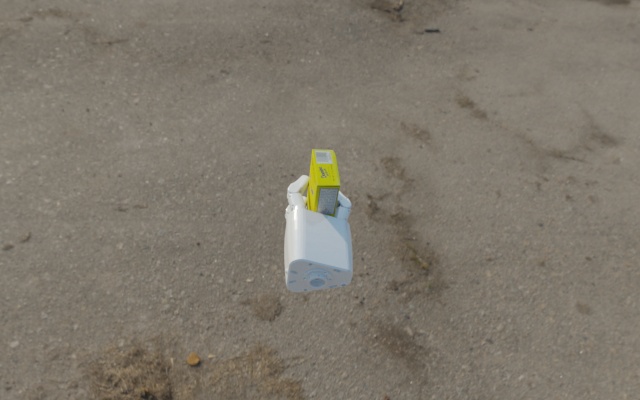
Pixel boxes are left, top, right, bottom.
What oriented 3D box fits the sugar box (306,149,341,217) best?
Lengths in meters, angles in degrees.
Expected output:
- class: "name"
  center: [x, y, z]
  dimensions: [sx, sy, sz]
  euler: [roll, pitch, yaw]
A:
- class: "sugar box"
  center: [0.000, 0.003, 0.865]
  dimensions: [0.048, 0.093, 0.176]
  euler: [2, -44, -9]
